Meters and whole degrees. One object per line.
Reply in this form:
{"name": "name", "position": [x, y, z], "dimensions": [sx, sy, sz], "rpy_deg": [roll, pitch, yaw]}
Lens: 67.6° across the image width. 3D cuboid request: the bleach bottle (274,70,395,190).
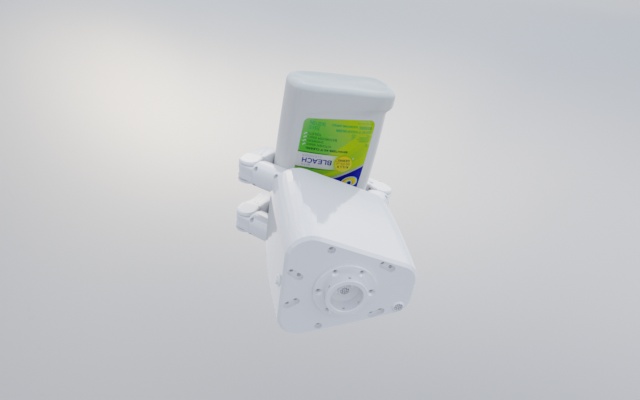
{"name": "bleach bottle", "position": [0.000, 0.002, 0.488], "dimensions": [0.102, 0.251, 0.068], "rpy_deg": [3, 29, -11]}
